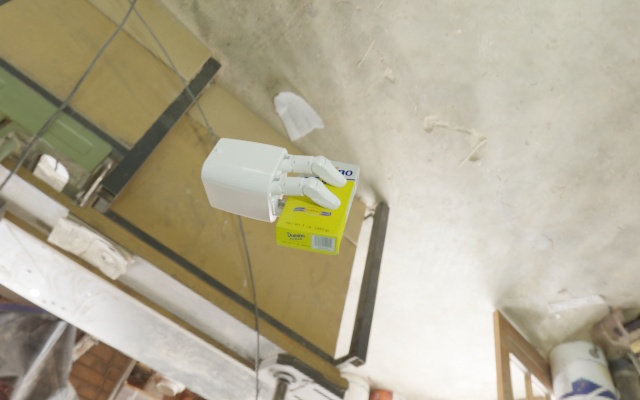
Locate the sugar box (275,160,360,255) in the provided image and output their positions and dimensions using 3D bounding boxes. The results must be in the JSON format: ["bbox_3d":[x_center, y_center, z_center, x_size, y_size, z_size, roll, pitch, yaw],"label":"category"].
[{"bbox_3d":[0.000,0.002,0.733,0.093,0.048,0.176,10,43,8],"label":"sugar box"}]
